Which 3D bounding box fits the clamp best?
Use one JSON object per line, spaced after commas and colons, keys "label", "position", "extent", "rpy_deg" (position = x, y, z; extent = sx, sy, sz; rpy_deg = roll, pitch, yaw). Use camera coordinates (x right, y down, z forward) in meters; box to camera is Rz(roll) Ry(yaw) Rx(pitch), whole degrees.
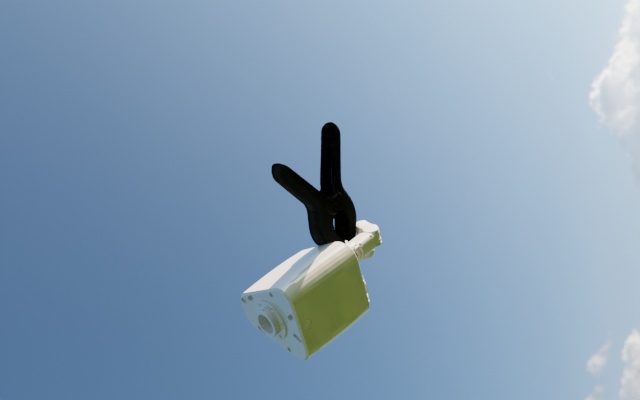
{"label": "clamp", "position": [0.000, 0.002, 0.582], "extent": [0.039, 0.171, 0.120], "rpy_deg": [3, 25, 46]}
